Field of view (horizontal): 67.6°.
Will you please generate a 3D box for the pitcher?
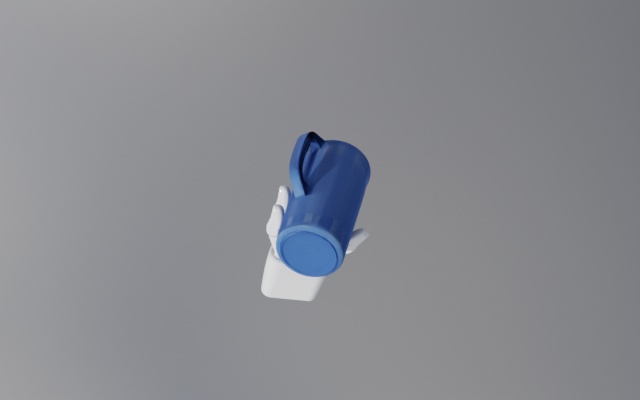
[{"bbox_3d":[0.000,0.003,0.809,0.149,0.145,0.242,20,38,-1],"label":"pitcher"}]
